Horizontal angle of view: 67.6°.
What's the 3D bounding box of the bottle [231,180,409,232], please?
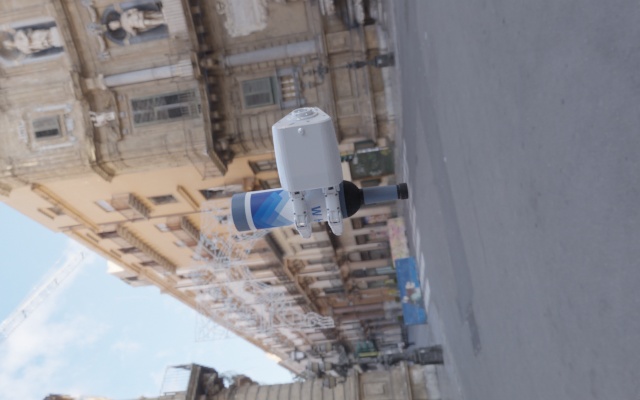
[{"bbox_3d":[0.000,0.003,0.813,0.296,0.069,0.069,-7,-1,6],"label":"bottle"}]
